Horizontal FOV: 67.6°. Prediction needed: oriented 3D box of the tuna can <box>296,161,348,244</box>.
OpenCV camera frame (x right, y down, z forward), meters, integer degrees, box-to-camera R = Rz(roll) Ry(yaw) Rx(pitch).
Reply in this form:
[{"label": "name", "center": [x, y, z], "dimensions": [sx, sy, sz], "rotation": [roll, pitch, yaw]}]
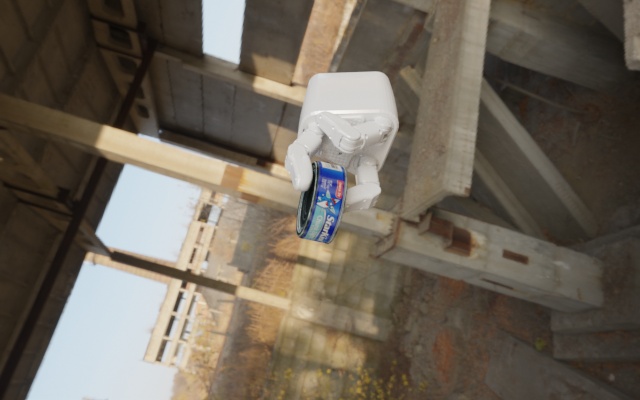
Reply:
[{"label": "tuna can", "center": [0.000, 0.002, 0.510], "dimensions": [0.034, 0.086, 0.086], "rotation": [12, -3, -11]}]
